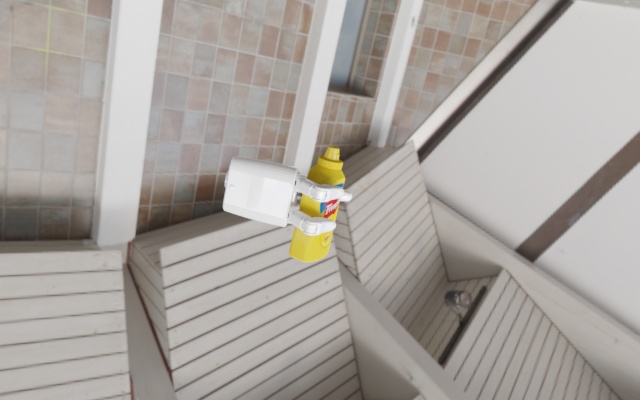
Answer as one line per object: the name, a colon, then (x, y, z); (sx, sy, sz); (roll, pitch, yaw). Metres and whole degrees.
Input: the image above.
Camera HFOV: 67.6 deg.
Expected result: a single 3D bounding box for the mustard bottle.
mustard bottle: (0.000, 0.003, 0.802); (0.058, 0.192, 0.096); (20, 17, 24)
